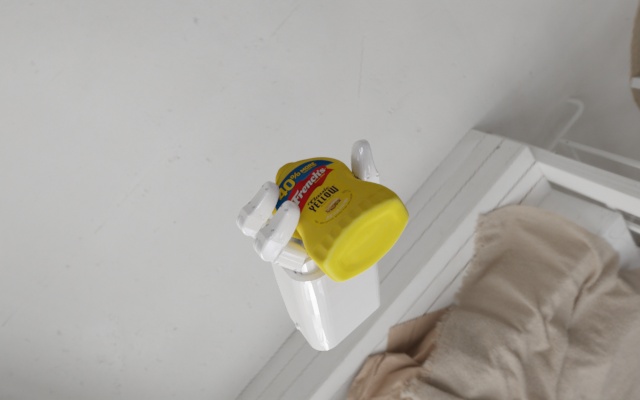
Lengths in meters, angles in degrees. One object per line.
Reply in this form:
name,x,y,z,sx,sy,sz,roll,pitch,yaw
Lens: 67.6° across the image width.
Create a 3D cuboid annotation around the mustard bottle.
mustard bottle,0.000,0.001,0.499,0.058,0.096,0.191,50,-7,-35
